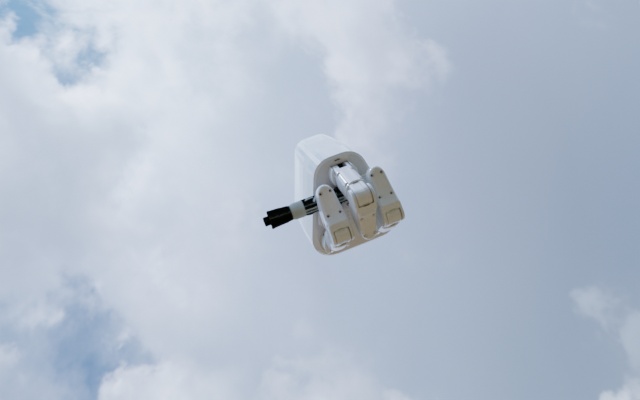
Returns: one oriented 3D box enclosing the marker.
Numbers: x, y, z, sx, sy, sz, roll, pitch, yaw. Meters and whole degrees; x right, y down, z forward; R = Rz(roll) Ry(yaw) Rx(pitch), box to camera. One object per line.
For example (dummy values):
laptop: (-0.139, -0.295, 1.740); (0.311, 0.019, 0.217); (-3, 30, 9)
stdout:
marker: (0.000, 0.002, 0.483); (0.121, 0.020, 0.020); (-20, 3, -10)
